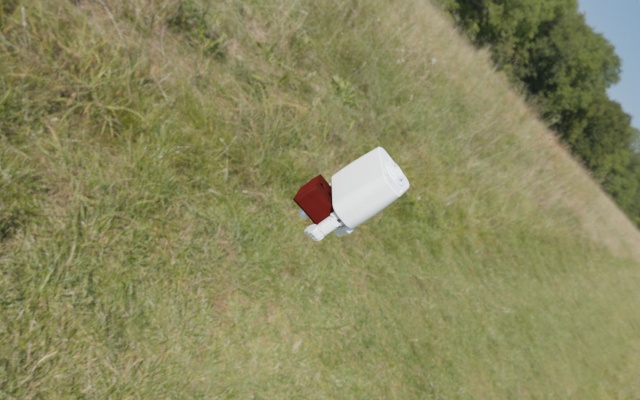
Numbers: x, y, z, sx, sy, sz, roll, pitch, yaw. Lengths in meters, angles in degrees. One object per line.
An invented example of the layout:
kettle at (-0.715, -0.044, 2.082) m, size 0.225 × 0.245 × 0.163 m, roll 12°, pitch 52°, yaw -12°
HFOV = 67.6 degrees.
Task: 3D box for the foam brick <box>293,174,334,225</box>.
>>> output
foam brick at (0.000, 0.003, 0.847) m, size 0.051 × 0.078 × 0.053 m, roll -34°, pitch 16°, yaw 25°
